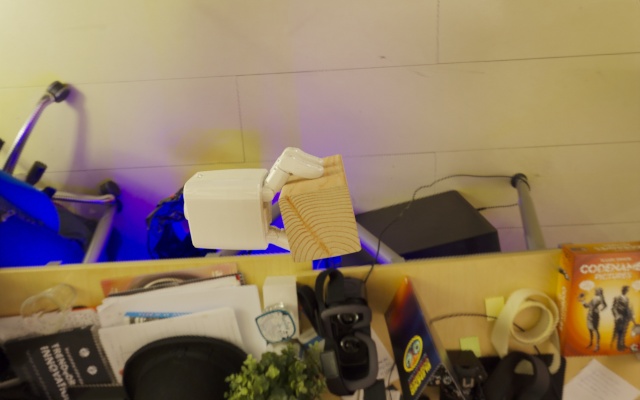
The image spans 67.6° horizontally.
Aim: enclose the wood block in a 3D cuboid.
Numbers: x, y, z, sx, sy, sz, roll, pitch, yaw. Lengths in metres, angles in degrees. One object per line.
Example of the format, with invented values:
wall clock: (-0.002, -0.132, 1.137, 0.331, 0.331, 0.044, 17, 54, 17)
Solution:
wood block: (0.000, 0.003, 0.689, 0.090, 0.091, 0.206, -11, 16, 4)
